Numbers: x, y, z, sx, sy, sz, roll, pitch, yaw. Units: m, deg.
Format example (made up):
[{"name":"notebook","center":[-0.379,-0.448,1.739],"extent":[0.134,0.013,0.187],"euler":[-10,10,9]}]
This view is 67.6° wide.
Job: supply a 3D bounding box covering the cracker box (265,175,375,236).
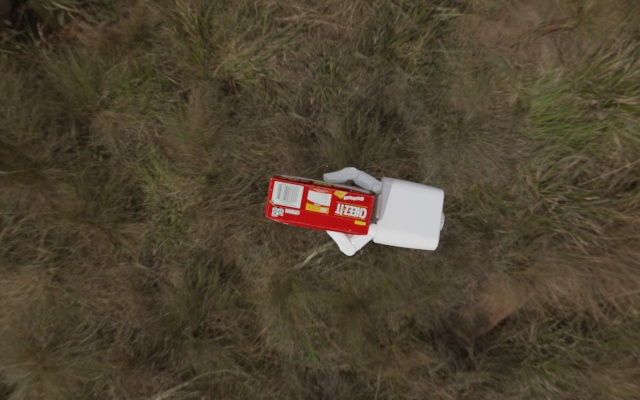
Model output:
[{"name":"cracker box","center":[0.000,0.003,0.830],"extent":[0.164,0.072,0.213],"euler":[10,4,0]}]
